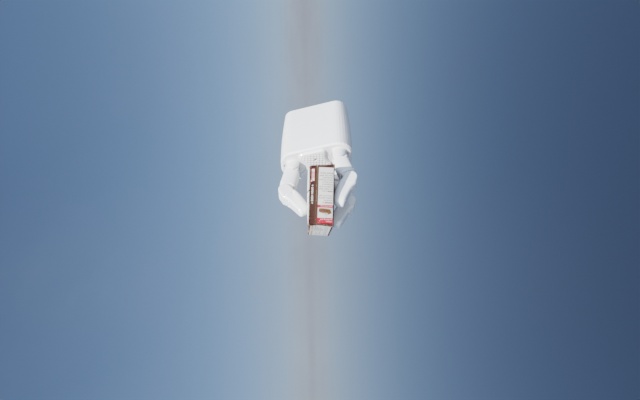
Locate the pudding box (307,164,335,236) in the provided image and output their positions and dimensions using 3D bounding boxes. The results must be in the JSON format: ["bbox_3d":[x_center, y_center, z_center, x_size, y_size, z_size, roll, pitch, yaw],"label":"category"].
[{"bbox_3d":[0.000,0.002,0.708,0.039,0.090,0.113,1,-10,0],"label":"pudding box"}]
